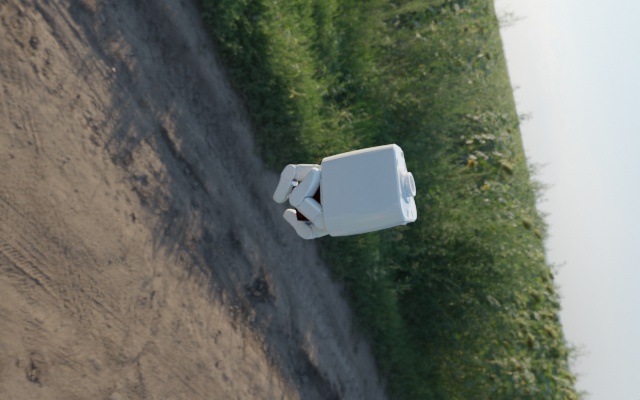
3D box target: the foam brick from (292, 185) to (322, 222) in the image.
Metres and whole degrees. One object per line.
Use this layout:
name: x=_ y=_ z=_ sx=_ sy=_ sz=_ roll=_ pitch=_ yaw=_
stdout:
foam brick: x=0.000 y=0.002 z=0.712 sx=0.051 sy=0.053 sz=0.078 roll=-12 pitch=-7 yaw=22
